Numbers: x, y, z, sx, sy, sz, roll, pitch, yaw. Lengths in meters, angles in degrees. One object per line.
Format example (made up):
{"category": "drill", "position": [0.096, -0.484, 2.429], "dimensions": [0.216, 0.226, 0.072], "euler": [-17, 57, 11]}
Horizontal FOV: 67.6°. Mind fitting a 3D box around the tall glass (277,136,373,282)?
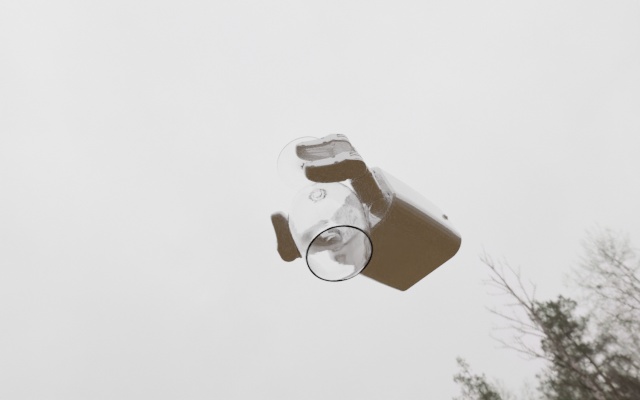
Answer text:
{"category": "tall glass", "position": [0.000, 0.001, 0.511], "dimensions": [0.079, 0.079, 0.201], "euler": [0, 28, -11]}
